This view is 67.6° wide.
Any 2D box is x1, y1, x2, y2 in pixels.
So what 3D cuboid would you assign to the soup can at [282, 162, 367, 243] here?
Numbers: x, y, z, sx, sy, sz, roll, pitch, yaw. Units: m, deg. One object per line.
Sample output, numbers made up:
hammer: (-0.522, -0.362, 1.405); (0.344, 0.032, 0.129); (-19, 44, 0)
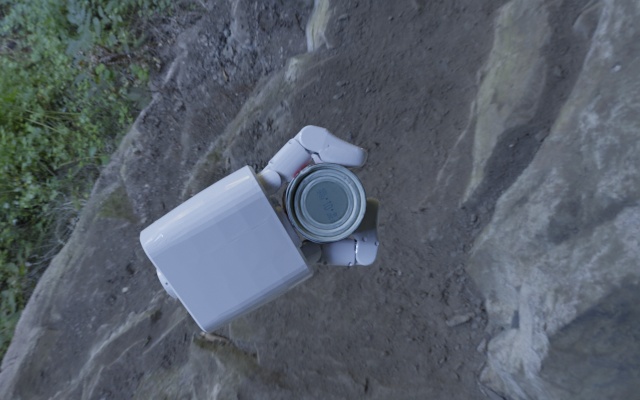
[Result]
soup can: (0.001, 0.001, 0.434); (0.068, 0.068, 0.102); (0, 0, -6)
